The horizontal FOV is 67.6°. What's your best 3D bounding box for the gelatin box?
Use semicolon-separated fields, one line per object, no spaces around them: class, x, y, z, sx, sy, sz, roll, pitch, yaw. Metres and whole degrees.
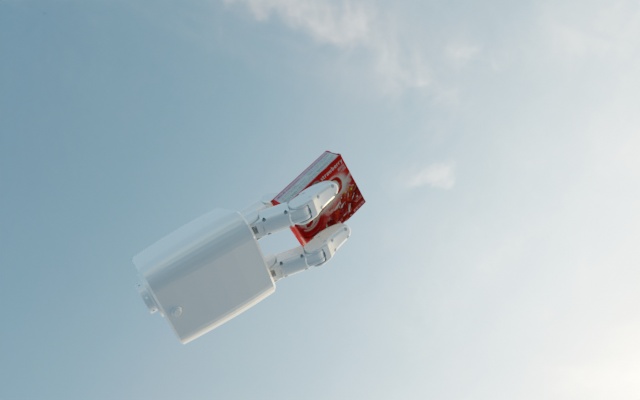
gelatin box;0.000;0.001;0.523;0.089;0.073;0.030;-44;36;-18
